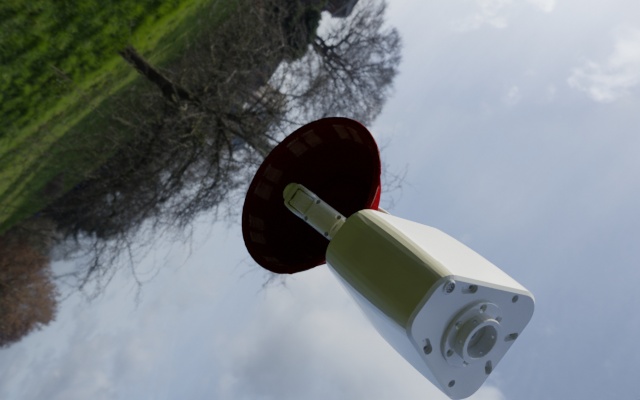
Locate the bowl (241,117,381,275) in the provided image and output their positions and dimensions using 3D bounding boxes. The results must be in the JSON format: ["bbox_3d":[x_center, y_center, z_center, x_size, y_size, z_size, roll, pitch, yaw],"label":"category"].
[{"bbox_3d":[0.000,0.001,0.463,0.162,0.162,0.055,0,-25,40],"label":"bowl"}]
